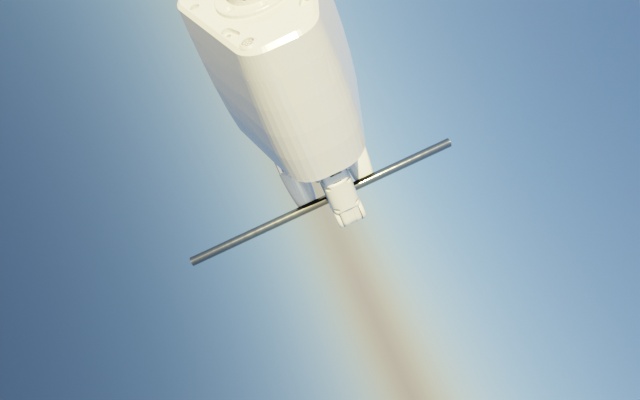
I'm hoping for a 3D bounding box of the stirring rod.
[{"bbox_3d":[0.000,0.001,0.405,0.239,0.011,0.011,-25,0,0],"label":"stirring rod"}]
